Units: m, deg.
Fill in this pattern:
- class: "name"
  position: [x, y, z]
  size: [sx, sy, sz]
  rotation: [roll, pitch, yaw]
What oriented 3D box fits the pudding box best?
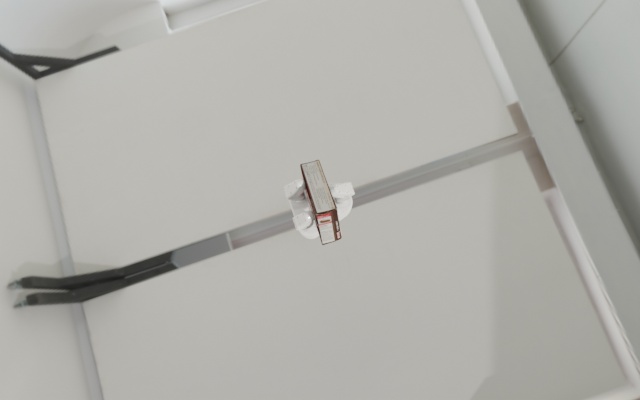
- class: "pudding box"
  position: [0.000, 0.003, 0.795]
  size: [0.039, 0.113, 0.090]
  rotation: [-18, -38, -4]
